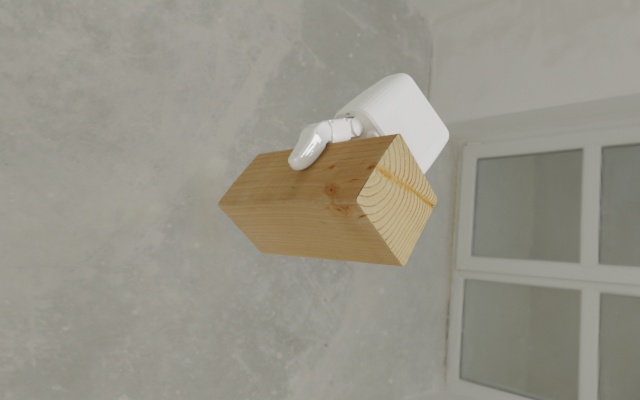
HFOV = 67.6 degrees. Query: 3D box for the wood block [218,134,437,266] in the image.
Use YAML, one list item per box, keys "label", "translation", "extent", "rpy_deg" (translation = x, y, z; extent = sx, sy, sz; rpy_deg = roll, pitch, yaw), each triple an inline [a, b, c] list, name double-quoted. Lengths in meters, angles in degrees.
- label: "wood block"
  translation: [0.000, 0.001, 0.503]
  extent: [0.206, 0.090, 0.091]
  rpy_deg: [-2, -46, 45]
